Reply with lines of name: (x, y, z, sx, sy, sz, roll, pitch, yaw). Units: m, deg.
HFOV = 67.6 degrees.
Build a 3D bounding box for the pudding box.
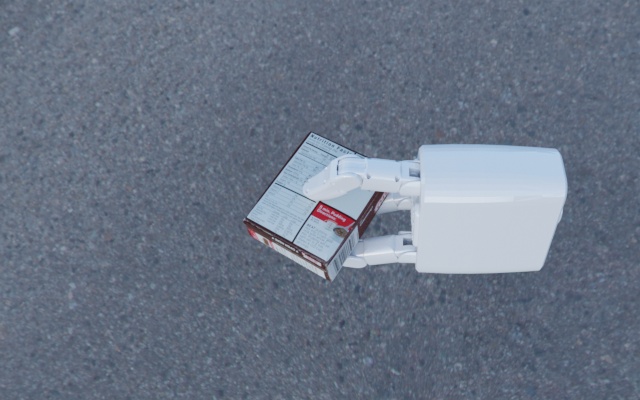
pudding box: (0.000, 0.001, 0.429, 0.090, 0.113, 0.039, 27, -25, 20)
